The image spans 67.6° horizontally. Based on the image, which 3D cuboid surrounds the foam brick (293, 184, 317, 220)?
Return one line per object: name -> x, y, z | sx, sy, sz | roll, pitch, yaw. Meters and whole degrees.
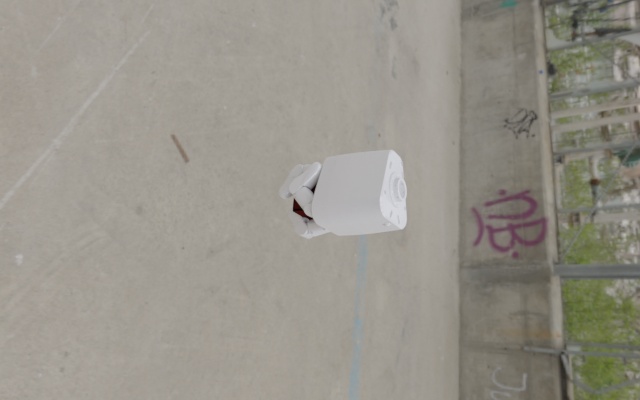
foam brick -> 0.000, 0.002, 0.742 | 0.051, 0.053, 0.078 | -6, -21, 30
